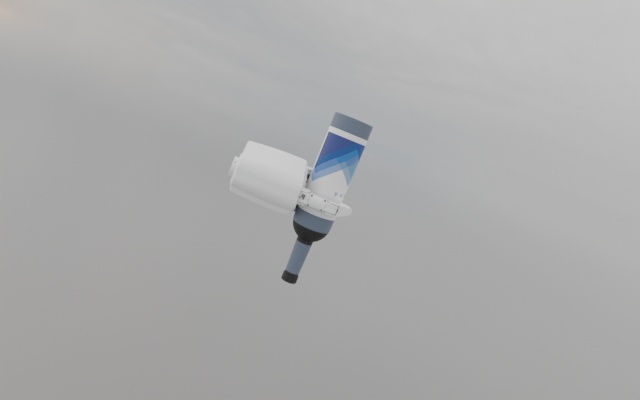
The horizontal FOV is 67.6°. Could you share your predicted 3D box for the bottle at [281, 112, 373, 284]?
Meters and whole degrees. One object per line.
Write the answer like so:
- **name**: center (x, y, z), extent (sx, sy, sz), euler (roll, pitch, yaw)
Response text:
- **bottle**: center (0.000, 0.002, 0.800), extent (0.069, 0.296, 0.069), euler (22, 8, -3)
